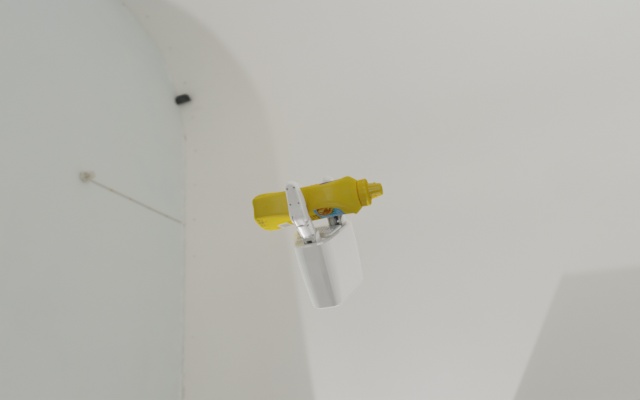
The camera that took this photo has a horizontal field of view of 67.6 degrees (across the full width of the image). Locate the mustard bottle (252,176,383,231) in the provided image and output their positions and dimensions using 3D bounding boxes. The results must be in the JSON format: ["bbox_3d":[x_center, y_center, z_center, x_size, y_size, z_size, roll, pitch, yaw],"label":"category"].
[{"bbox_3d":[0.000,0.002,0.728,0.191,0.058,0.096,-11,-13,15],"label":"mustard bottle"}]
